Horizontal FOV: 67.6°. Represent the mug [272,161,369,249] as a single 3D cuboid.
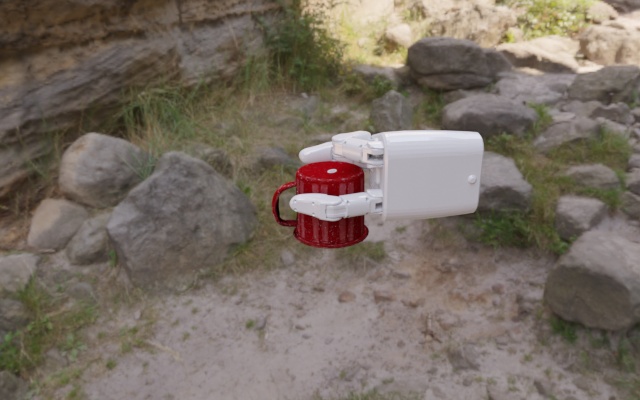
[{"bbox_3d":[-0.001,0.002,0.572,0.117,0.081,0.093,-3,21,-4],"label":"mug"}]
